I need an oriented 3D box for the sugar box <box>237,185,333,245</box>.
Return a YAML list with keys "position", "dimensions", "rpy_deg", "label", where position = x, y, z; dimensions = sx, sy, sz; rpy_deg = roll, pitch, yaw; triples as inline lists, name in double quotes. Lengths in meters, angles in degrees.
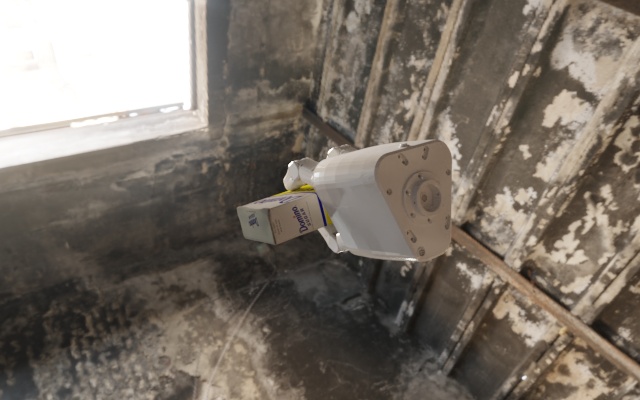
- position: [0.000, 0.001, 0.564]
  dimensions: [0.176, 0.048, 0.093]
  rpy_deg: [-16, 9, -29]
  label: "sugar box"
